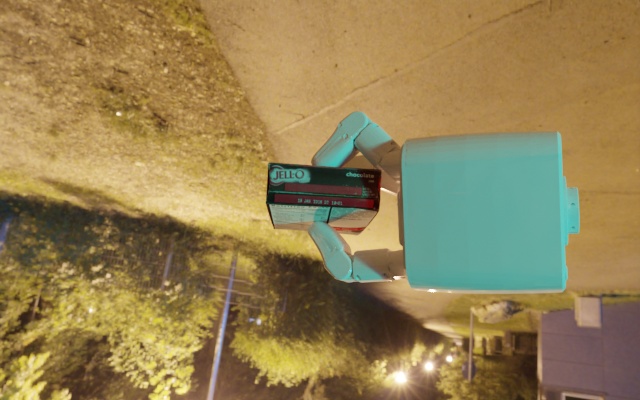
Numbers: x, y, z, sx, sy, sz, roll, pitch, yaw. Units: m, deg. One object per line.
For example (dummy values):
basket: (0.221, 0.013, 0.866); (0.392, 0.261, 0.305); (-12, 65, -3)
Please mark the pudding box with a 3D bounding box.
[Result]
pudding box: (0.000, 0.002, 0.419); (0.090, 0.039, 0.113); (5, -16, -2)
